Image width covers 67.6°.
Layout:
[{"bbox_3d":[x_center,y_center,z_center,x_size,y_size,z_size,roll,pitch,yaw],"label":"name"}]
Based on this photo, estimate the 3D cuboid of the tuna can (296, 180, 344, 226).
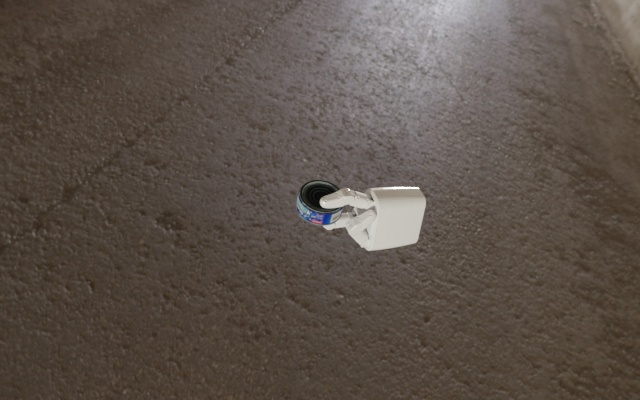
[{"bbox_3d":[0.000,0.002,0.857,0.086,0.086,0.034,0,-44,-14],"label":"tuna can"}]
